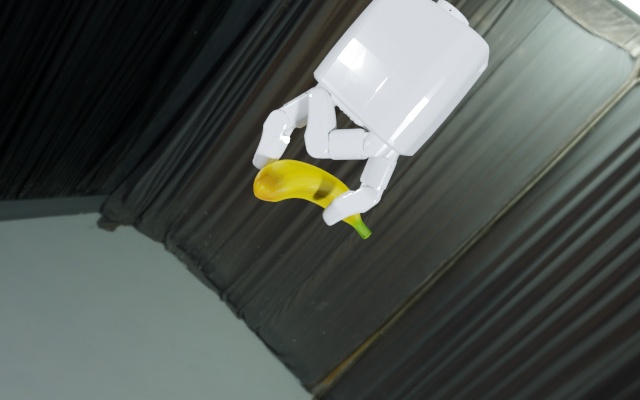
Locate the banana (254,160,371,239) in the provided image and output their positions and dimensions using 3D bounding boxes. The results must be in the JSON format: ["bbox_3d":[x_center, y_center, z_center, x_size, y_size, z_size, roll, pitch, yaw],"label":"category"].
[{"bbox_3d":[-0.008,-0.010,0.493,0.198,0.037,0.069,21,25,-52],"label":"banana"}]
